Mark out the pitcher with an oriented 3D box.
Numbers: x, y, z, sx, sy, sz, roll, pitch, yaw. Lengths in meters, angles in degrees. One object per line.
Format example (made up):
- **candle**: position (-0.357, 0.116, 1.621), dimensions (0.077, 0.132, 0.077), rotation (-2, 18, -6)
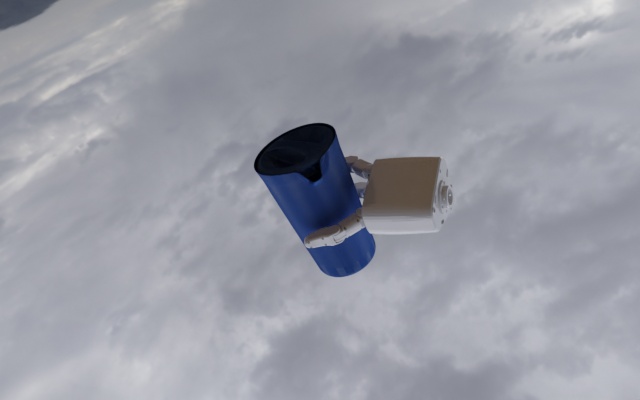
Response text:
- **pitcher**: position (0.000, 0.003, 0.778), dimensions (0.145, 0.243, 0.149), rotation (-4, 39, 30)
